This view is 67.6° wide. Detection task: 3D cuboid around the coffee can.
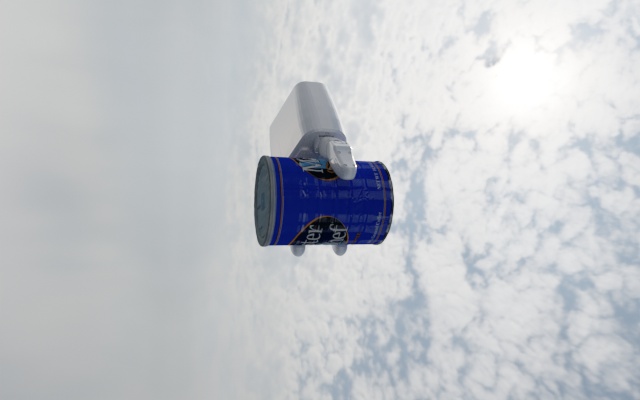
[{"bbox_3d":[0.000,0.002,0.555,0.140,0.103,0.103,1,0,-17],"label":"coffee can"}]
